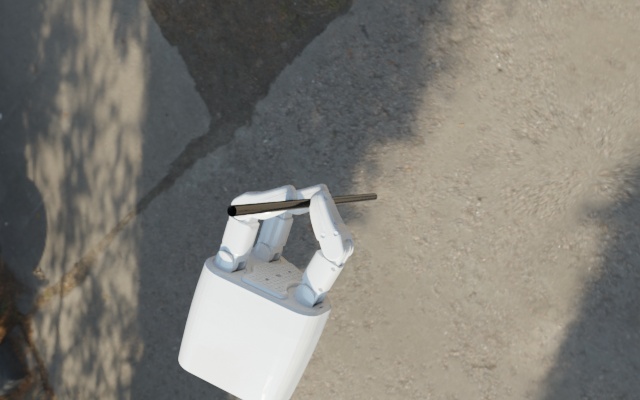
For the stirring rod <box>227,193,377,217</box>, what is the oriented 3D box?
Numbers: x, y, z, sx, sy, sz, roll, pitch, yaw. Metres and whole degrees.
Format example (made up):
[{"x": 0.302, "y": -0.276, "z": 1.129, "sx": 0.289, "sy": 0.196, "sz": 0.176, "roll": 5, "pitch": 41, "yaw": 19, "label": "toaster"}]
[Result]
[{"x": 0.000, "y": 0.001, "z": 0.423, "sx": 0.011, "sy": 0.011, "sz": 0.239, "roll": 0, "pitch": 3, "yaw": 30, "label": "stirring rod"}]
